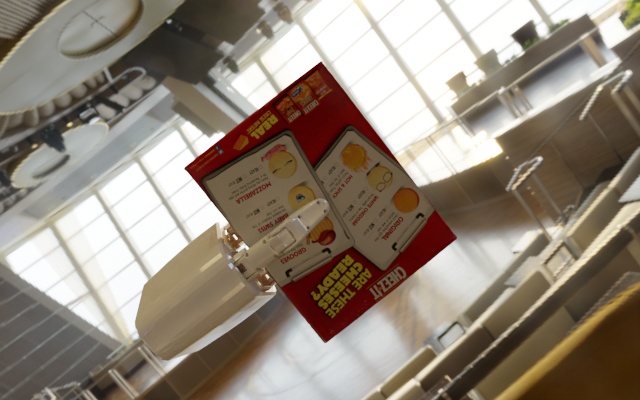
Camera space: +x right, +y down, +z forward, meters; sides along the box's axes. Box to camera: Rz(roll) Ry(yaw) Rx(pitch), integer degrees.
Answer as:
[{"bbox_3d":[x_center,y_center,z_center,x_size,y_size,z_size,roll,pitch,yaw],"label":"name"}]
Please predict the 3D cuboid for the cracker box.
[{"bbox_3d":[0.000,0.001,0.475,0.164,0.214,0.072,-38,5,0],"label":"cracker box"}]
